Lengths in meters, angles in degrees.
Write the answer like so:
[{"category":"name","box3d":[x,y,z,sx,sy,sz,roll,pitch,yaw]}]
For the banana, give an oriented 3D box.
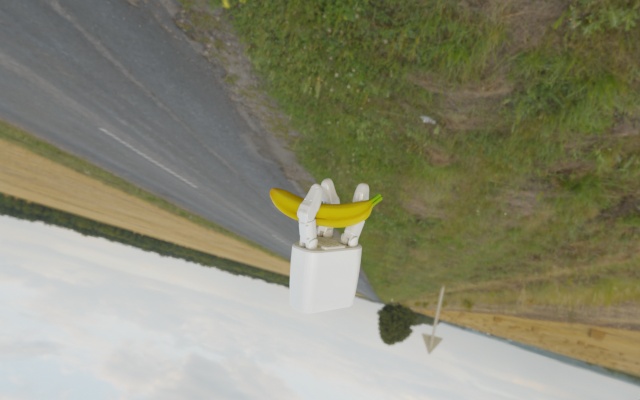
[{"category":"banana","box3d":[-0.003,0.012,0.774,0.198,0.037,0.069,5,33,20]}]
